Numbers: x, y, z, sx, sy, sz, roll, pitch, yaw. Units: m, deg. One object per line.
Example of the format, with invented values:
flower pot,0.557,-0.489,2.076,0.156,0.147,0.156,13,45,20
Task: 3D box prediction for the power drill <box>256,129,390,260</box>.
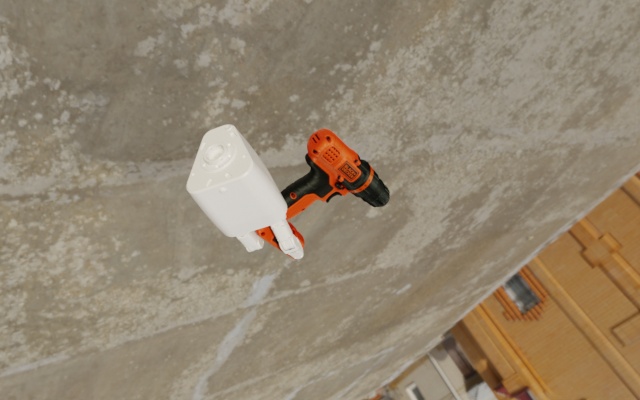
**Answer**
power drill,0.000,0.003,0.731,0.184,0.187,0.057,39,10,-38
